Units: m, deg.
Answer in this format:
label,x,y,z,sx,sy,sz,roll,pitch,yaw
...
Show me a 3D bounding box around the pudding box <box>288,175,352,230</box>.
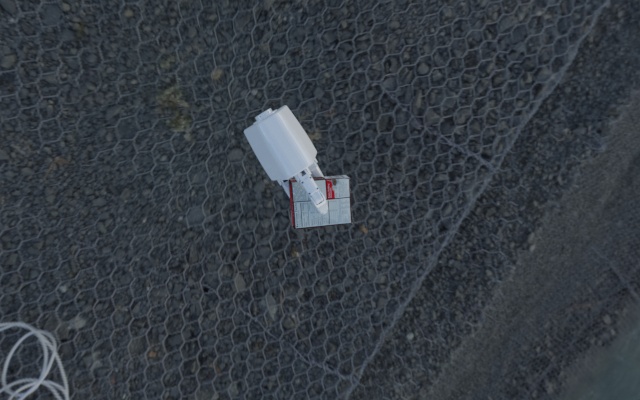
label,x,y,z,sx,sy,sz,roll,pitch,yaw
pudding box,0.000,0.003,0.880,0.113,0.090,0.039,-5,9,-9
